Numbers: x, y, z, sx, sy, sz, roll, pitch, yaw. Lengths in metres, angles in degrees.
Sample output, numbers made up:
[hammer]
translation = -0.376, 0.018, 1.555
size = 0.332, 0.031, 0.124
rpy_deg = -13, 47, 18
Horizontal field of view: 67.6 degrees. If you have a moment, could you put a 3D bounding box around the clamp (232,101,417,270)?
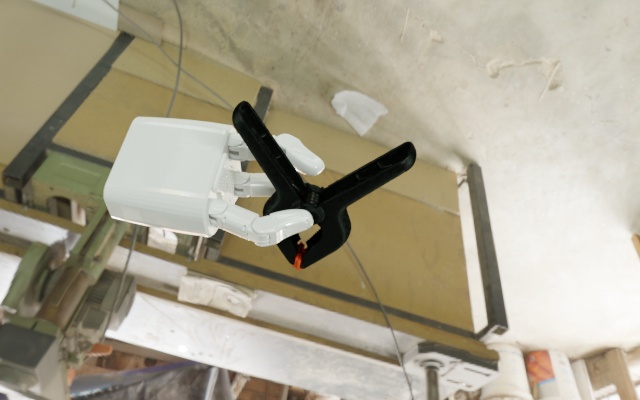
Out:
[clamp]
translation = 0.000, 0.002, 0.479
size = 0.164, 0.036, 0.210
rpy_deg = 10, -43, 7
